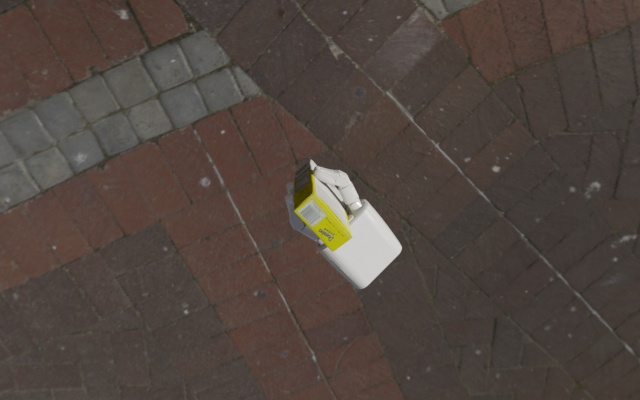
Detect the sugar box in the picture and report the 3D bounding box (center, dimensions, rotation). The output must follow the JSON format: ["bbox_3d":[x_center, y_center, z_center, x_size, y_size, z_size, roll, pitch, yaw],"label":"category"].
[{"bbox_3d":[0.000,0.003,0.776,0.048,0.093,0.176,-39,18,9],"label":"sugar box"}]
